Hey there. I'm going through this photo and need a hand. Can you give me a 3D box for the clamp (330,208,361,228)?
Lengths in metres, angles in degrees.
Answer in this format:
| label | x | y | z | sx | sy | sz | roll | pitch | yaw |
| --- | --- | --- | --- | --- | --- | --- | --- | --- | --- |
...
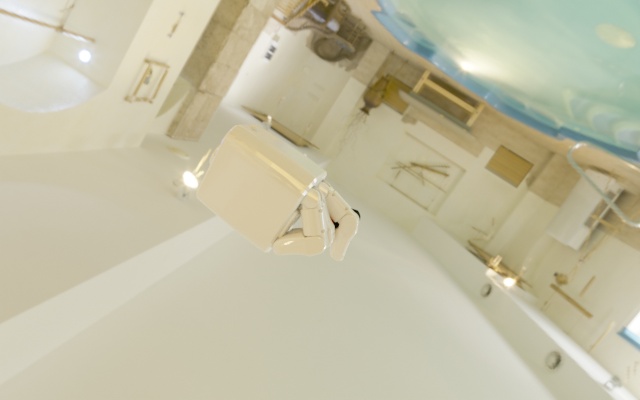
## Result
| label | x | y | z | sx | sy | sz | roll | pitch | yaw |
| --- | --- | --- | --- | --- | --- | --- | --- | --- | --- |
| clamp | 0.000 | 0.003 | 0.636 | 0.120 | 0.039 | 0.171 | 39 | 11 | 2 |
